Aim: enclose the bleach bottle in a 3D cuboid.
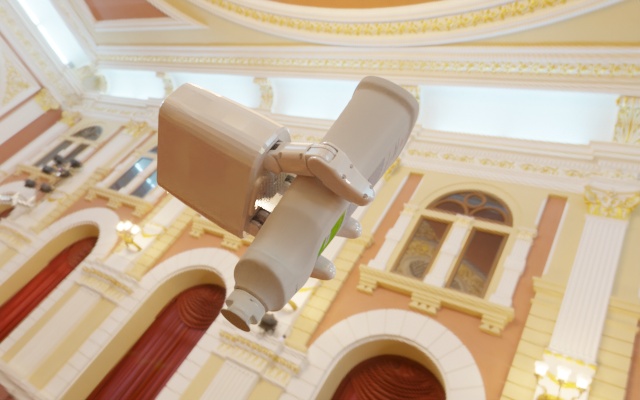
[{"bbox_3d":[0.000,0.001,0.421,0.068,0.250,0.103,30,-33,11],"label":"bleach bottle"}]
